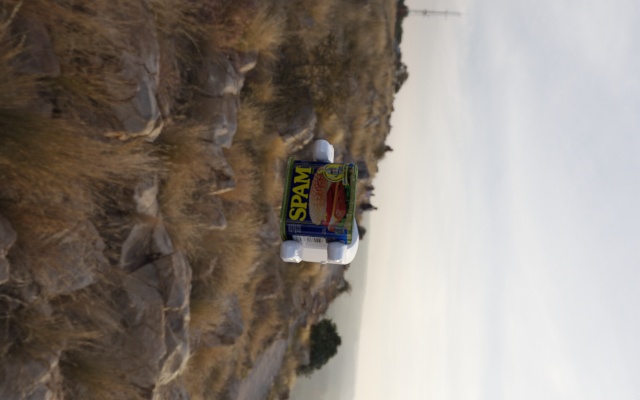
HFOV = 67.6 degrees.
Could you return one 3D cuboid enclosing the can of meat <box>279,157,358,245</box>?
[{"bbox_3d":[0.000,0.002,0.575,0.084,0.102,0.057,4,-23,5],"label":"can of meat"}]
